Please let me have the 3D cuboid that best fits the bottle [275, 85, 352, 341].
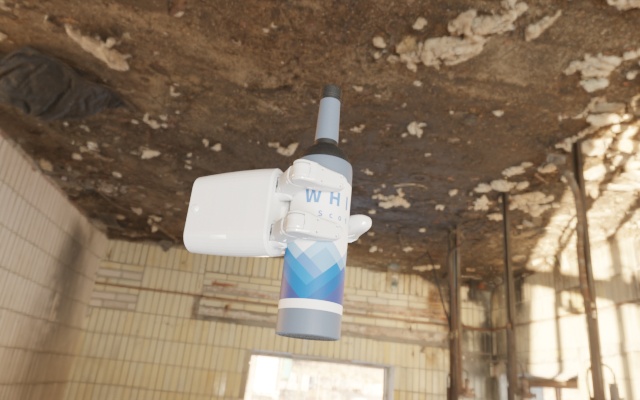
[{"bbox_3d":[0.000,0.002,0.536,0.069,0.295,0.069,5,-21,2],"label":"bottle"}]
